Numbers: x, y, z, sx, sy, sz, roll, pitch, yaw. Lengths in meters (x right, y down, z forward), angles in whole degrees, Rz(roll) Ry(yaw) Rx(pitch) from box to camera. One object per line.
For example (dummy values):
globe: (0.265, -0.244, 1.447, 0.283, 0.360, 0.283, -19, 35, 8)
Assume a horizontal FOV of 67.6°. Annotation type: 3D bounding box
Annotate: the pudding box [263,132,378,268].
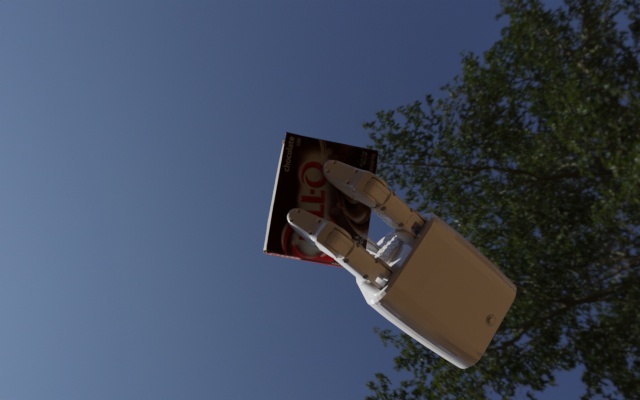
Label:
pudding box: (0.000, 0.001, 0.445, 0.090, 0.113, 0.039, 10, -11, -11)
